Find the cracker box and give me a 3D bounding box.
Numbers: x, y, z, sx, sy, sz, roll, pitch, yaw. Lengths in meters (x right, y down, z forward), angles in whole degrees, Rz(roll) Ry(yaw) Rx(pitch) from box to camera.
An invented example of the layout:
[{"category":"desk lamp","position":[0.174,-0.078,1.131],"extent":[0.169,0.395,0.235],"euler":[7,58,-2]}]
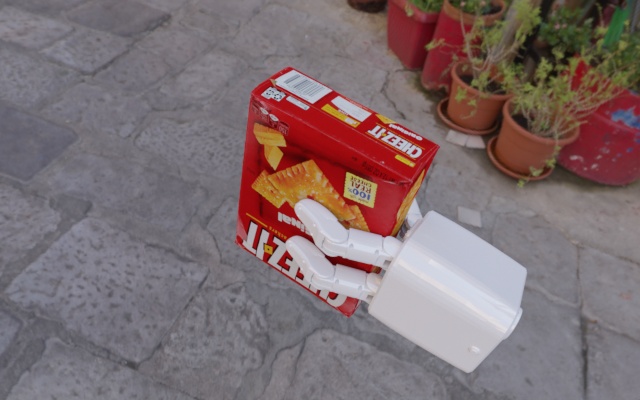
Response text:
[{"category":"cracker box","position":[0.000,0.001,0.481],"extent":[0.164,0.214,0.072],"euler":[31,46,15]}]
